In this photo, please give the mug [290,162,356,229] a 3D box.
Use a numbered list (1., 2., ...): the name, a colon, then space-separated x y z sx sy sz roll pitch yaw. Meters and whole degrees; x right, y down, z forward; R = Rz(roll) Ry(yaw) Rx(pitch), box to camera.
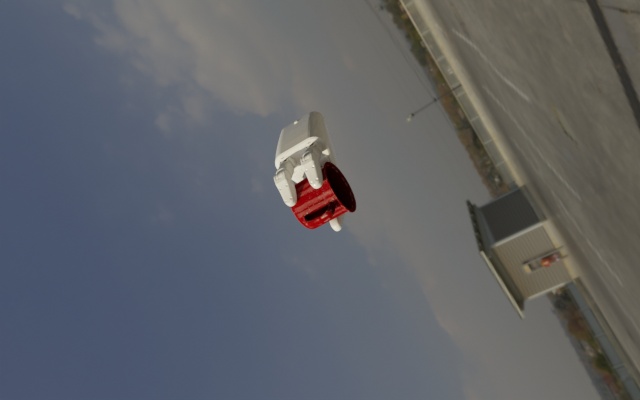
1. mug: 0.000 0.004 0.777 0.081 0.093 0.117 -29 30 21
